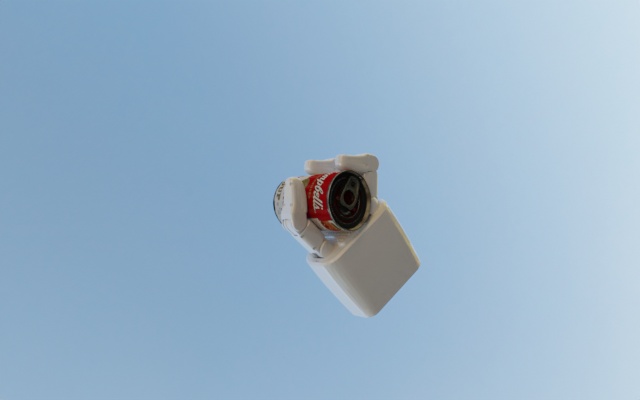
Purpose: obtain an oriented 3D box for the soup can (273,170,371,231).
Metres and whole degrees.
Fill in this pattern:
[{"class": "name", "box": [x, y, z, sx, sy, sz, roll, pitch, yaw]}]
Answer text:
[{"class": "soup can", "box": [0.000, 0.002, 0.565, 0.068, 0.068, 0.102, 0, -2, -42]}]
